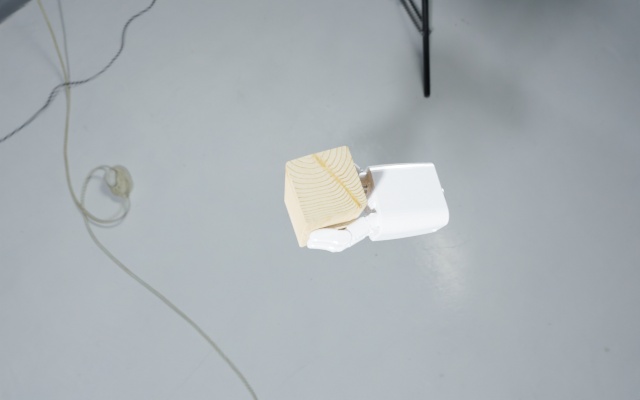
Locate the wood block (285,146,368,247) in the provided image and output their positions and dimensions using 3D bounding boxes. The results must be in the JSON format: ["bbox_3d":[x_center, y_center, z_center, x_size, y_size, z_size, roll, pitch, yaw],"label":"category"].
[{"bbox_3d":[0.000,0.002,0.731,0.090,0.091,0.206,-17,-12,-9],"label":"wood block"}]
